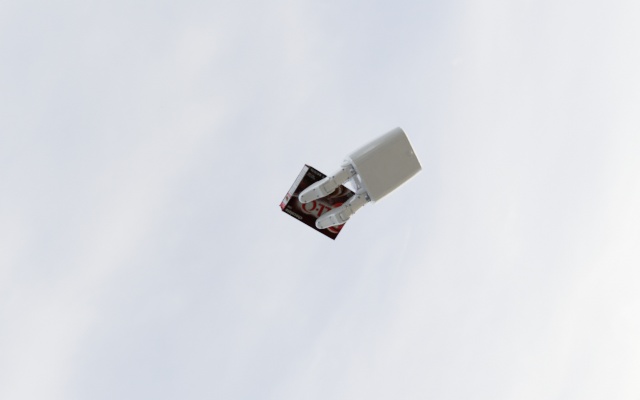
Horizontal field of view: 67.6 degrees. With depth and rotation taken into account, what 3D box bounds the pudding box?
[{"bbox_3d":[0.000,0.003,0.812,0.113,0.090,0.039,30,4,-19],"label":"pudding box"}]
